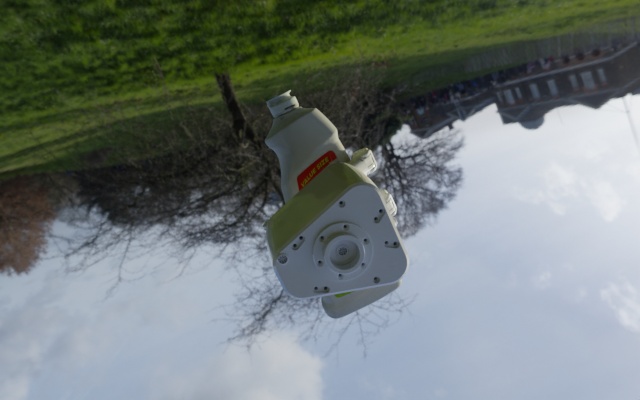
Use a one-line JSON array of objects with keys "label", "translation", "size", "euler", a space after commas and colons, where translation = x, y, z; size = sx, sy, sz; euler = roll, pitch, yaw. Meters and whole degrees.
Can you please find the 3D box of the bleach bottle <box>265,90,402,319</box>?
[{"label": "bleach bottle", "translation": [0.000, 0.002, 0.538], "size": [0.102, 0.251, 0.068], "euler": [-26, 13, -2]}]
